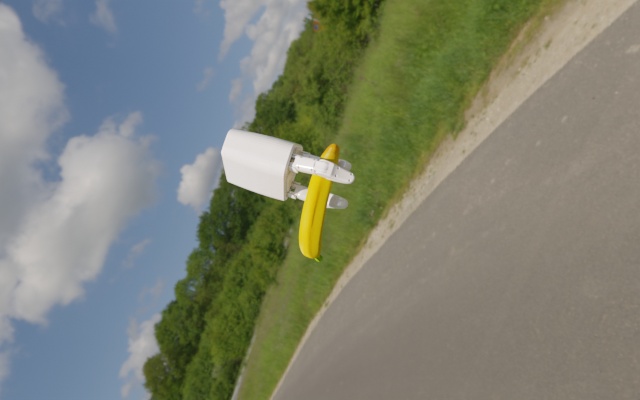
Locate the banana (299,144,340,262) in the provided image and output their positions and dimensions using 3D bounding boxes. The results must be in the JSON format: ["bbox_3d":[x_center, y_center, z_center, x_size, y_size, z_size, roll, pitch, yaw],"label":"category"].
[{"bbox_3d":[-0.005,0.009,0.749,0.037,0.198,0.069,13,13,11],"label":"banana"}]
